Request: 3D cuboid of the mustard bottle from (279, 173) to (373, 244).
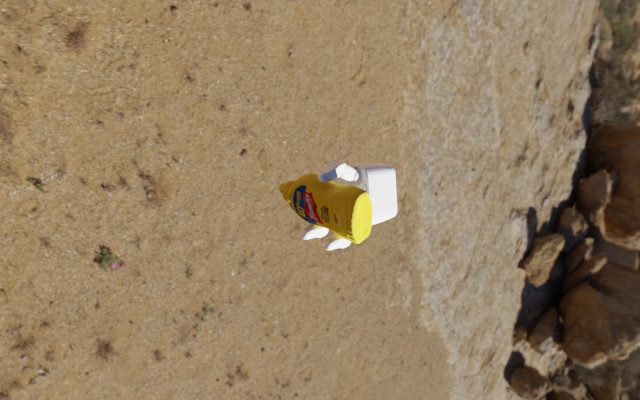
[{"bbox_3d":[0.000,0.003,0.845,0.191,0.096,0.058,21,43,36],"label":"mustard bottle"}]
